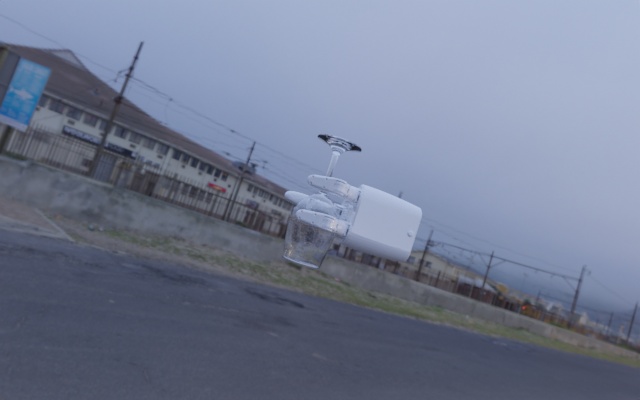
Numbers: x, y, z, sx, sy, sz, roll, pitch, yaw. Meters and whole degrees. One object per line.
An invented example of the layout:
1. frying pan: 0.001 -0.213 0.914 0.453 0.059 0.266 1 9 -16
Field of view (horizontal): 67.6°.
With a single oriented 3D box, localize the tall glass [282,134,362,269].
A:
1. tall glass: 0.000 0.002 0.752 0.079 0.201 0.079 18 -5 2
